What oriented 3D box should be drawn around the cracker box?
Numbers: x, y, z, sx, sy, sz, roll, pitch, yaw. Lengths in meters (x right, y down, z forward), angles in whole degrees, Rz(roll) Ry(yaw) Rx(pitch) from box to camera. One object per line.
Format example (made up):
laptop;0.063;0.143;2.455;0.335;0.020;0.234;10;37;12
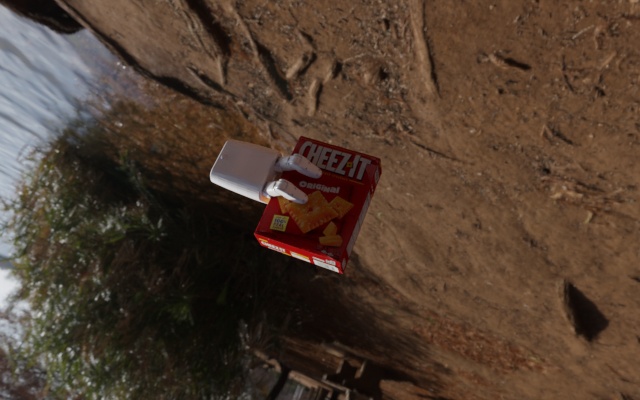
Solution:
cracker box;0.000;0.003;0.867;0.164;0.213;0.072;18;-21;14
